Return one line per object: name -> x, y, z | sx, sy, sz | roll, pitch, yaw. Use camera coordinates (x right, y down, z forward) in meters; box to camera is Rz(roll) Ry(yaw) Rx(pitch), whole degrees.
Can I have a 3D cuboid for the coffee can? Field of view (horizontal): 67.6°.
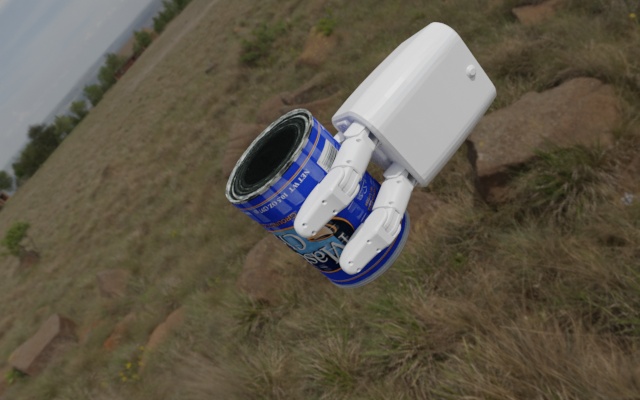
coffee can -> 0.000, 0.002, 0.438 | 0.140, 0.102, 0.103 | 42, -23, -28
